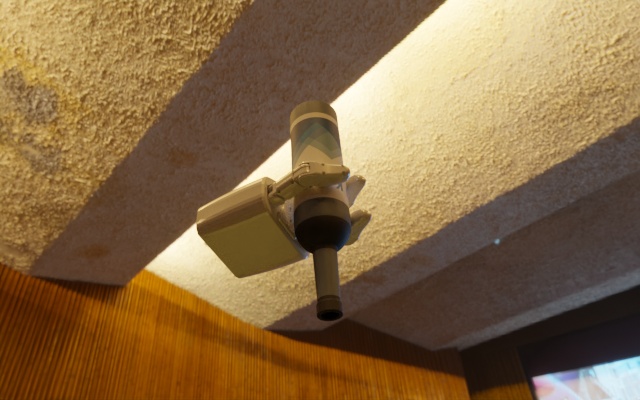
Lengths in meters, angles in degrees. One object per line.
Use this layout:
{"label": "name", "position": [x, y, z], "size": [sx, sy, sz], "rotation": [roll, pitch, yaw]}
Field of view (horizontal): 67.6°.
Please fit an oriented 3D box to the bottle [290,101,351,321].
{"label": "bottle", "position": [0.000, 0.002, 0.576], "size": [0.069, 0.295, 0.069], "rotation": [-3, -38, -2]}
